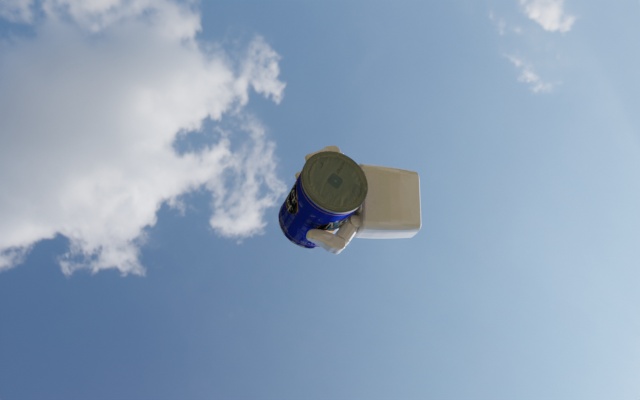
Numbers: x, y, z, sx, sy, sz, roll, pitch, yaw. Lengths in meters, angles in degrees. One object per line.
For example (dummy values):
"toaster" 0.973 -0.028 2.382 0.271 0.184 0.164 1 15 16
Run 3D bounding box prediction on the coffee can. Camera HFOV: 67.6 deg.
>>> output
"coffee can" 0.000 0.002 0.752 0.103 0.102 0.140 0 -27 -21
